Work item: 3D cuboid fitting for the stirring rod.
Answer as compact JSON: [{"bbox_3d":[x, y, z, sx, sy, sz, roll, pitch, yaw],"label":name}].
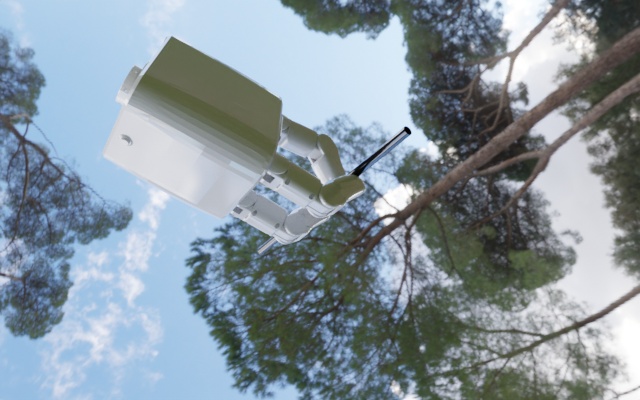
[{"bbox_3d":[0.000,0.001,0.446,0.011,0.011,0.240,0,-27,-38],"label":"stirring rod"}]
